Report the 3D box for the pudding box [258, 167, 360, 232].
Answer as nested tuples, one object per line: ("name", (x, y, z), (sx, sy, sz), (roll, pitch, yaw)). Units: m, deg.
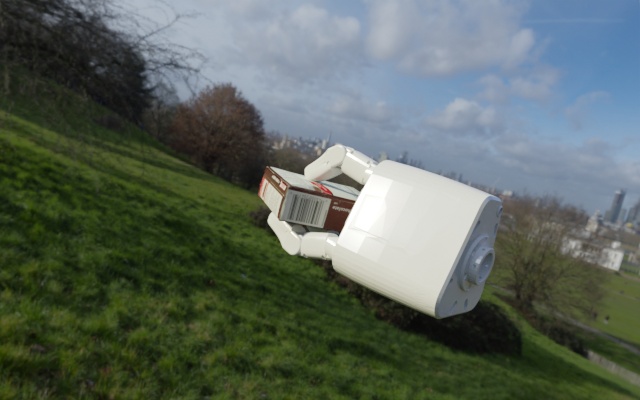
("pudding box", (0.000, 0.002, 0.503), (0.113, 0.039, 0.090), (14, 10, -24))
